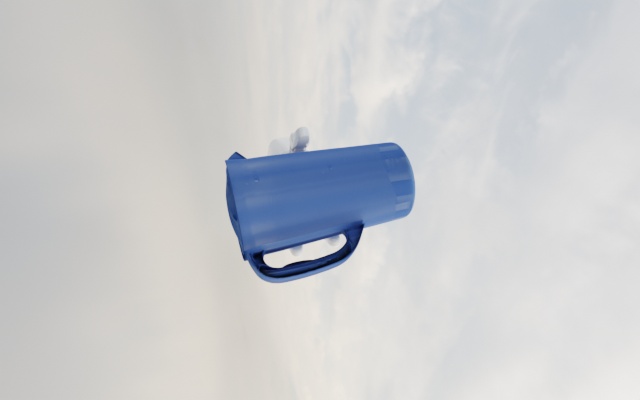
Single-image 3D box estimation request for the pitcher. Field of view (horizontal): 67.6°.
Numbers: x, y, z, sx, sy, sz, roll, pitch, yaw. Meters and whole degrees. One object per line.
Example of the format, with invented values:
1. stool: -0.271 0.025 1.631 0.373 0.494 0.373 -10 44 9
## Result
1. pitcher: 0.000 0.002 0.637 0.243 0.149 0.145 -11 20 -12
